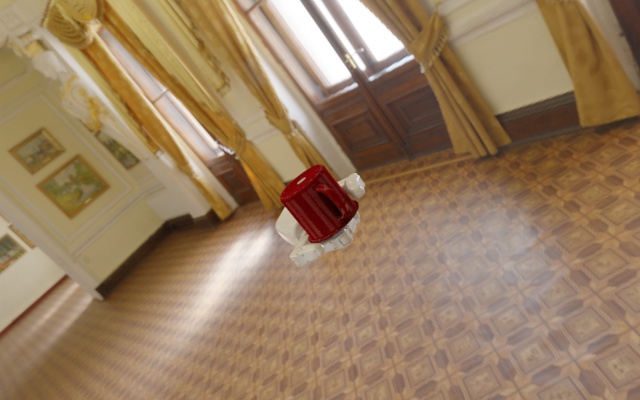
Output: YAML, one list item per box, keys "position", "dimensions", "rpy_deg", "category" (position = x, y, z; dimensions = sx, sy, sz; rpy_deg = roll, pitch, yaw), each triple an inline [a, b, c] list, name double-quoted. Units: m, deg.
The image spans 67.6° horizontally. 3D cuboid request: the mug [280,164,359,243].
- position: [0.001, 0.002, 0.683]
  dimensions: [0.093, 0.081, 0.117]
  rpy_deg: [-44, 17, -17]
  category: "mug"
